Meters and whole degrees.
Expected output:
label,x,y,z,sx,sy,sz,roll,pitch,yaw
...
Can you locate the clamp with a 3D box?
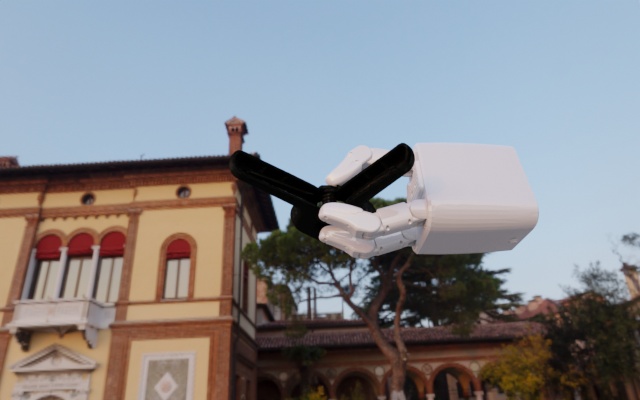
label,x,y,z,sx,sy,sz,roll,pitch,yaw
clamp,0.000,0.001,0.500,0.164,0.036,0.210,2,-26,1
